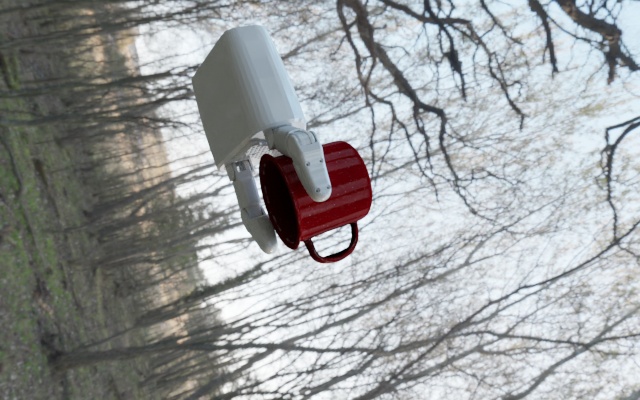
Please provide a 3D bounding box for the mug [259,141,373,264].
[{"bbox_3d":[0.001,0.003,0.454,0.081,0.117,0.093,-18,-8,-21],"label":"mug"}]
